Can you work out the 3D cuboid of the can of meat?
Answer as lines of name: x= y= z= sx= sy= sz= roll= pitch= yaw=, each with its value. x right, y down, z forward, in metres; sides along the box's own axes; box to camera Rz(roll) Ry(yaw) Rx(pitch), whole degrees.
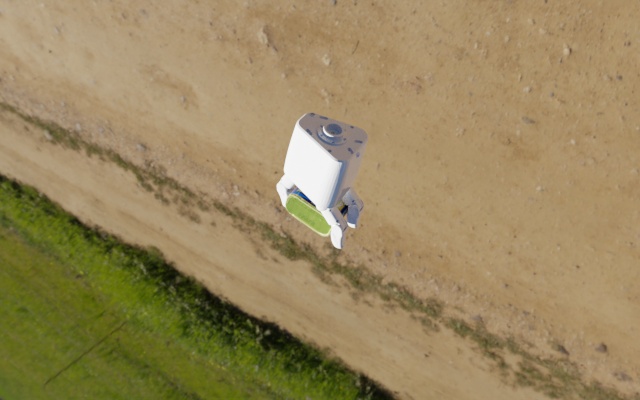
can of meat: x=0.000 y=0.003 z=0.836 sx=0.102 sy=0.057 sz=0.084 roll=34 pitch=49 yaw=7
